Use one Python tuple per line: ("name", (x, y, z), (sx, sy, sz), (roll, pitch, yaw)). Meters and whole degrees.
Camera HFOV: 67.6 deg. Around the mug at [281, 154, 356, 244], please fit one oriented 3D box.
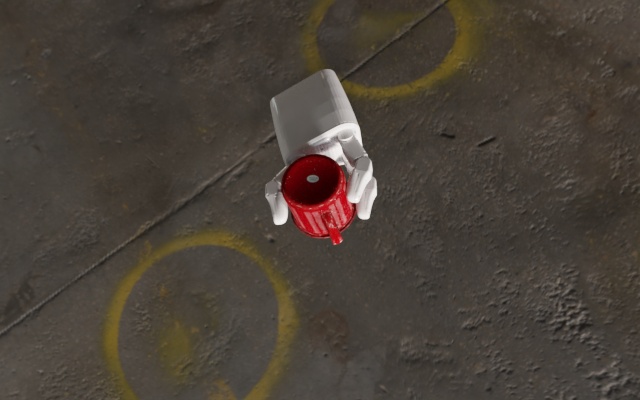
("mug", (0.000, 0.003, 0.618), (0.093, 0.117, 0.081), (-21, -27, 2))
